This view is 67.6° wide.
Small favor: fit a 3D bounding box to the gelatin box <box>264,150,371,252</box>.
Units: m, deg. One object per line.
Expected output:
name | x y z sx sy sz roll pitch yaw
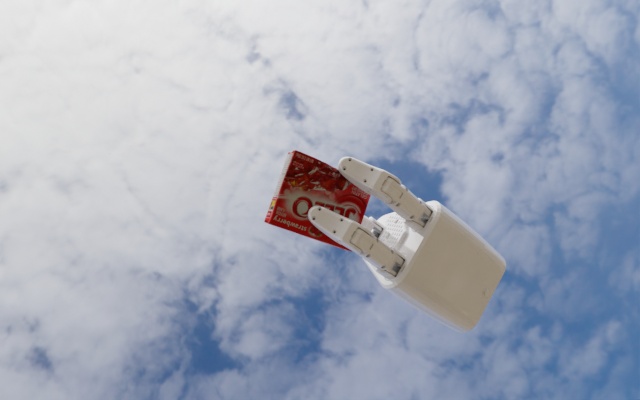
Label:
gelatin box | 0.000 0.001 0.460 0.089 0.073 0.030 21 -5 -17
